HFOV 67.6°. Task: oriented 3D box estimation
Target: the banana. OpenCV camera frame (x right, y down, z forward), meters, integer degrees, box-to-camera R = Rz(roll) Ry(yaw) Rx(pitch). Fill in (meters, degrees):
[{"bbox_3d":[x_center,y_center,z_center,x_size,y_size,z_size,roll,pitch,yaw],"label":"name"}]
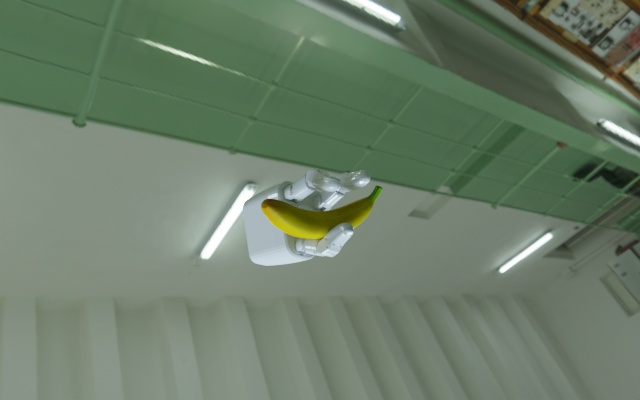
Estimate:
[{"bbox_3d":[0.001,0.020,0.642,0.198,0.070,0.037,-9,20,-39],"label":"banana"}]
